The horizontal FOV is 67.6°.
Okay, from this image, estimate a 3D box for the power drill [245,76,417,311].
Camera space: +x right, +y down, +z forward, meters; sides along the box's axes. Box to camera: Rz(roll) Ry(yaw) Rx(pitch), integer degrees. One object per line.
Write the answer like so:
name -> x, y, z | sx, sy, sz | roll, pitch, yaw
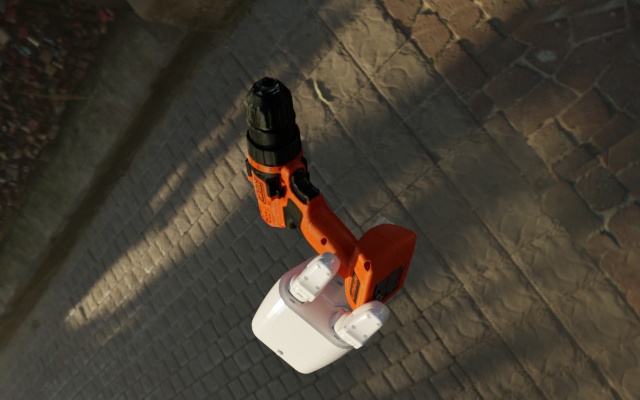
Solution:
power drill -> 0.000, 0.002, 0.430 | 0.057, 0.187, 0.185 | -32, -31, -20
